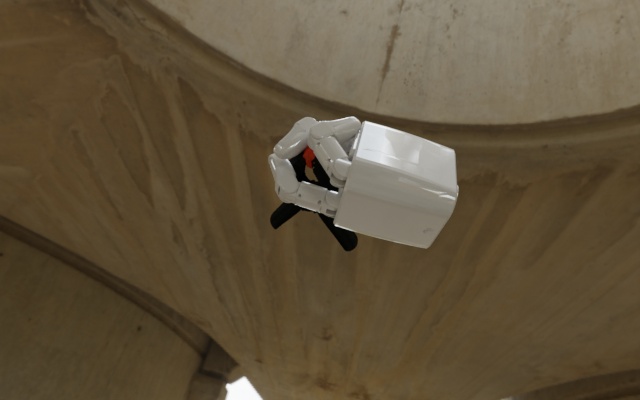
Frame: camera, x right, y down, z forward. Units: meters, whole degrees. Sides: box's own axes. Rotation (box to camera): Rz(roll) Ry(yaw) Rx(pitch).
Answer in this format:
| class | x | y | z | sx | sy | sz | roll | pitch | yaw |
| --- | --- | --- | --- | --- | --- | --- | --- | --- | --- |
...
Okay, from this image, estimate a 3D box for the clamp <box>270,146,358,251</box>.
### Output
| class | x | y | z | sx | sy | sz | roll | pitch | yaw |
| --- | --- | --- | --- | --- | --- | --- | --- | --- | --- |
| clamp | 0.000 | 0.001 | 0.579 | 0.120 | 0.039 | 0.172 | 16 | -35 | 2 |
